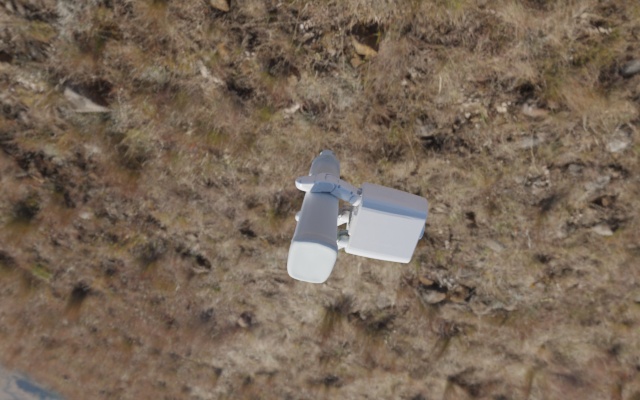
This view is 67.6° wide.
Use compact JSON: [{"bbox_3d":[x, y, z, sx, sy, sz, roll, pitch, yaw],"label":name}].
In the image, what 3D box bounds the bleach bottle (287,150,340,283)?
[{"bbox_3d":[0.000,0.003,0.767,0.068,0.250,0.103,12,-44,-3],"label":"bleach bottle"}]
